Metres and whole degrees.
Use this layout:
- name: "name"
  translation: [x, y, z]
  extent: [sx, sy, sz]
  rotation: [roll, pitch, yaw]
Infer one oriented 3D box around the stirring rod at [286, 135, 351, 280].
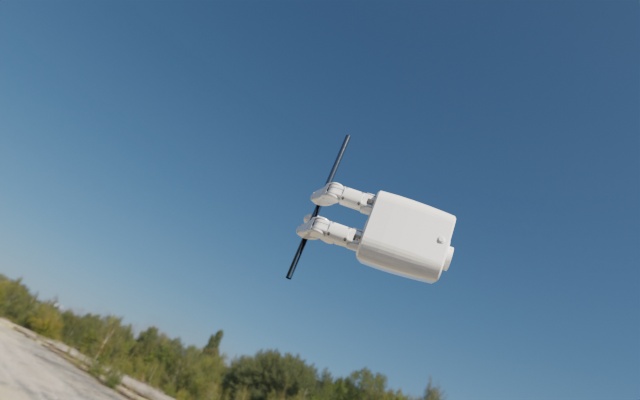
- name: "stirring rod"
  translation: [0.000, 0.002, 0.681]
  extent: [0.011, 0.239, 0.011]
  rotation: [19, -25, 9]
